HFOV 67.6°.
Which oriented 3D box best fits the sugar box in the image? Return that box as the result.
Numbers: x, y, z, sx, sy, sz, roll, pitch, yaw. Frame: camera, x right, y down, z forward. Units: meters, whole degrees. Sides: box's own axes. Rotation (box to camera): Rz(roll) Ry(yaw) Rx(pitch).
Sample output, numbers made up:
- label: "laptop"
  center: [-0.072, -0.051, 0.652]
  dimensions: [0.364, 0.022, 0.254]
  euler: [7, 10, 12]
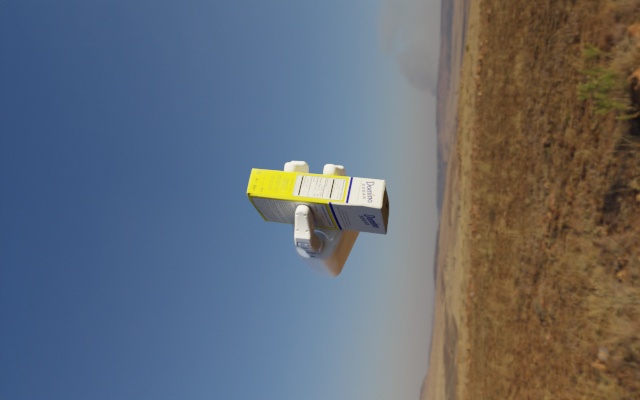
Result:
- label: "sugar box"
  center: [0.000, 0.002, 0.632]
  dimensions: [0.176, 0.048, 0.093]
  euler: [4, -24, 13]
